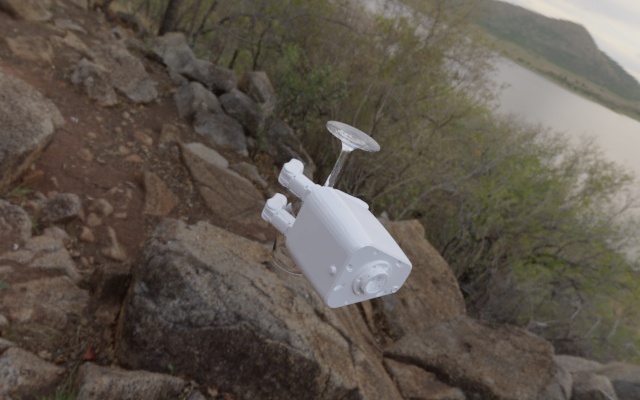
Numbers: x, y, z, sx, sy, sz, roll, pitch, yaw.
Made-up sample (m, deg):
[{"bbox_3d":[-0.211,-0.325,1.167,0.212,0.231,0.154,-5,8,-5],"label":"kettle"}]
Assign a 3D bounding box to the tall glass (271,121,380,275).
[{"bbox_3d":[0.000,0.001,0.627,0.079,0.201,0.079,22,24,-10],"label":"tall glass"}]
